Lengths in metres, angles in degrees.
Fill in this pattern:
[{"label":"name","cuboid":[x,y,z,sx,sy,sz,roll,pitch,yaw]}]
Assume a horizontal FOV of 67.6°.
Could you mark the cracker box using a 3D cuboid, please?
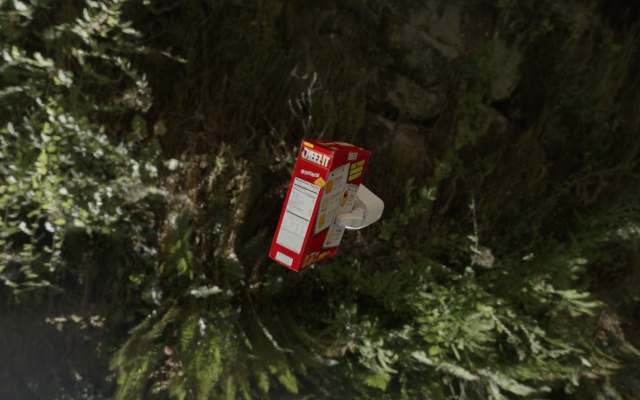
[{"label":"cracker box","cuboid":[0.000,0.003,0.849,0.072,0.214,0.164,23,14,22]}]
